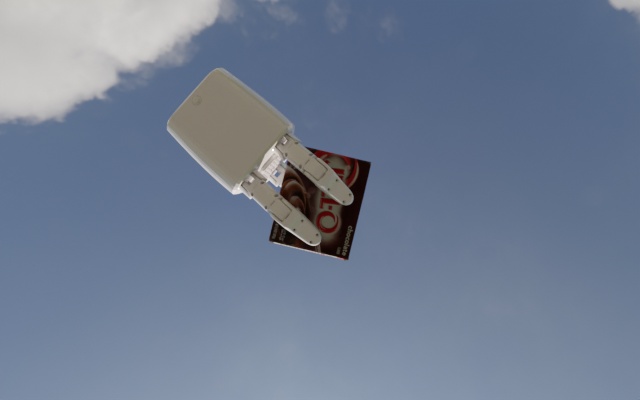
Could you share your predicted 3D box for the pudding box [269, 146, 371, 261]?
[{"bbox_3d":[0.000,0.002,0.532,0.090,0.113,0.039,13,-2,3],"label":"pudding box"}]
